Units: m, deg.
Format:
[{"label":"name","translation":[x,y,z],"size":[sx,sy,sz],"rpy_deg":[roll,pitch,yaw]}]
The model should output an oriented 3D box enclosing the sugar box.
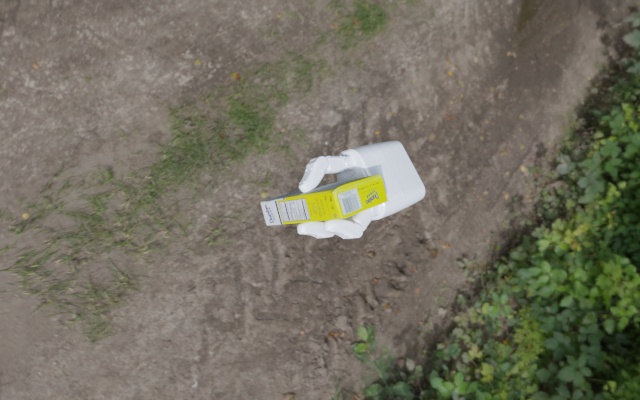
[{"label":"sugar box","translation":[0.000,0.003,0.691],"size":[0.093,0.048,0.176],"rpy_deg":[-18,4,-38]}]
